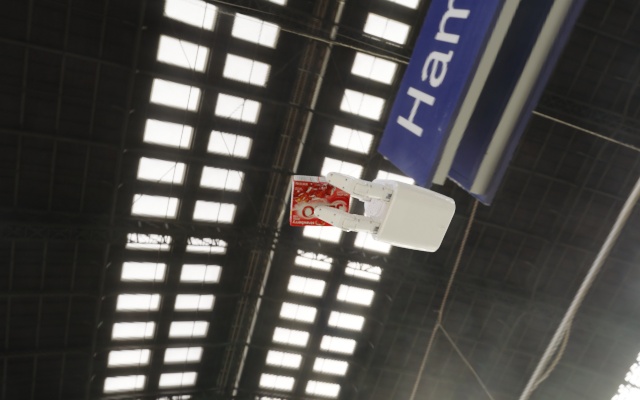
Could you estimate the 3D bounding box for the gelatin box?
[{"bbox_3d":[0.000,0.002,0.728,0.089,0.073,0.030,3,21,-7],"label":"gelatin box"}]
